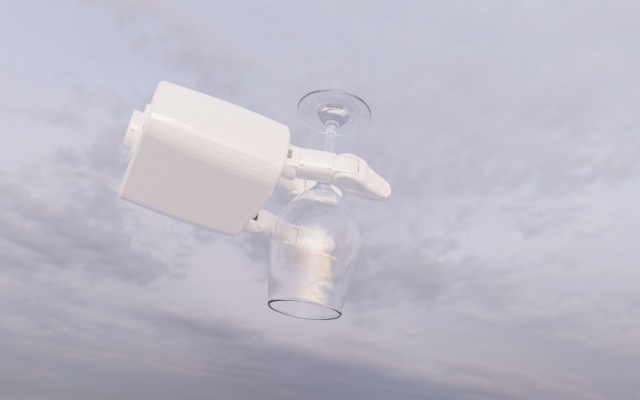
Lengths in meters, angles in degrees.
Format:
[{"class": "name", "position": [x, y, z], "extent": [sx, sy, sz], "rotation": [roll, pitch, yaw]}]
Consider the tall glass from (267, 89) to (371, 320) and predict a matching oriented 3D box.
[{"class": "tall glass", "position": [0.000, 0.001, 0.433], "extent": [0.079, 0.201, 0.079], "rotation": [7, -25, 3]}]
